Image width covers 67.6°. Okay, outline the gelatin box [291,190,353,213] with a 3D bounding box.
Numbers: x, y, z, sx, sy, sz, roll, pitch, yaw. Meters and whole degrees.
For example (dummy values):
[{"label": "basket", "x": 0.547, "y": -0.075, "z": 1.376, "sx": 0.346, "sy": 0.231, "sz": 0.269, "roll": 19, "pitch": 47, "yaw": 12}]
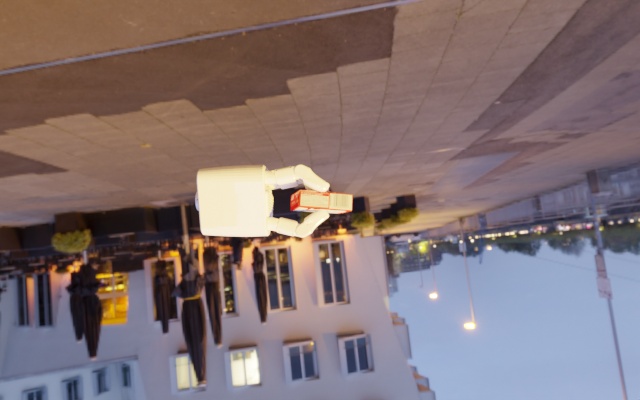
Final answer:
[{"label": "gelatin box", "x": 0.000, "y": 0.003, "z": 0.776, "sx": 0.089, "sy": 0.030, "sz": 0.073, "roll": 5, "pitch": -6, "yaw": -12}]
